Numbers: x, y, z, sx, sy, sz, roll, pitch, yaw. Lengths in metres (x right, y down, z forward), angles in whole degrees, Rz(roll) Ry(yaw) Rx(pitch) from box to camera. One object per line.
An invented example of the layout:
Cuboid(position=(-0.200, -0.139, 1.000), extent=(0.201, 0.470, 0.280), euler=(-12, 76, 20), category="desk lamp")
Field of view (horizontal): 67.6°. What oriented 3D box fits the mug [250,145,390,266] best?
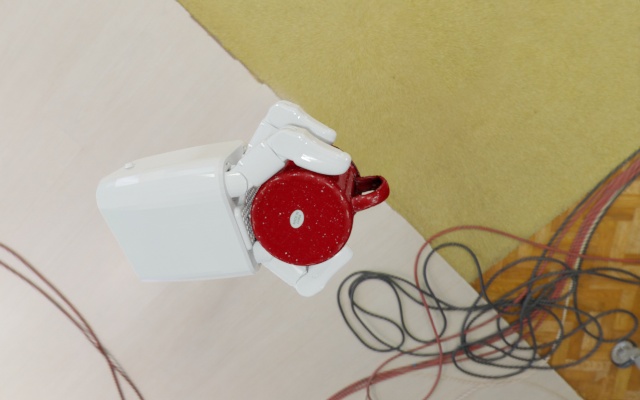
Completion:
Cuboid(position=(0.001, 0.001, 0.402), extent=(0.117, 0.093, 0.081), euler=(-8, 19, 9), category="mug")
